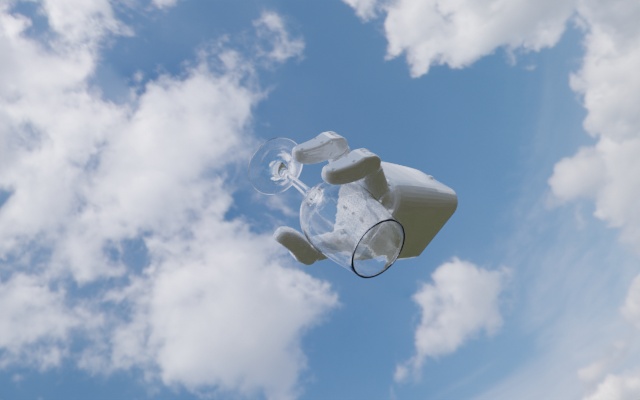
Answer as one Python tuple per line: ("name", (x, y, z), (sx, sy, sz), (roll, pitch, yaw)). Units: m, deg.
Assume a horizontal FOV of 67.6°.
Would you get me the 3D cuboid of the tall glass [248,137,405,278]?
("tall glass", (0.000, 0.001, 0.503), (0.079, 0.079, 0.201), (0, 26, -36))
